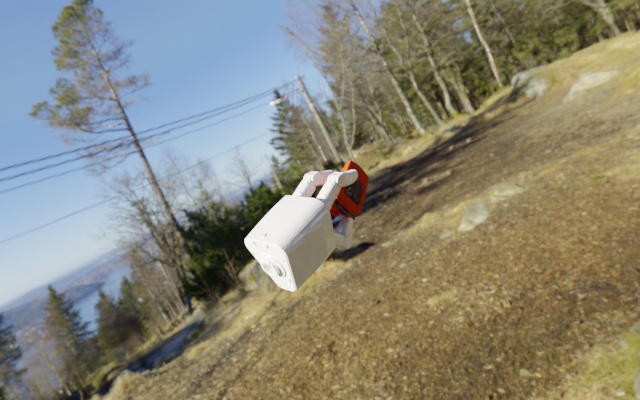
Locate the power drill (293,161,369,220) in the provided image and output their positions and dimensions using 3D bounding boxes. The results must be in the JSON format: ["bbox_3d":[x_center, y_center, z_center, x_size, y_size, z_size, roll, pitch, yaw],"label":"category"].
[{"bbox_3d":[0.000,0.003,0.870,0.057,0.184,0.188,40,-48,-22],"label":"power drill"}]
